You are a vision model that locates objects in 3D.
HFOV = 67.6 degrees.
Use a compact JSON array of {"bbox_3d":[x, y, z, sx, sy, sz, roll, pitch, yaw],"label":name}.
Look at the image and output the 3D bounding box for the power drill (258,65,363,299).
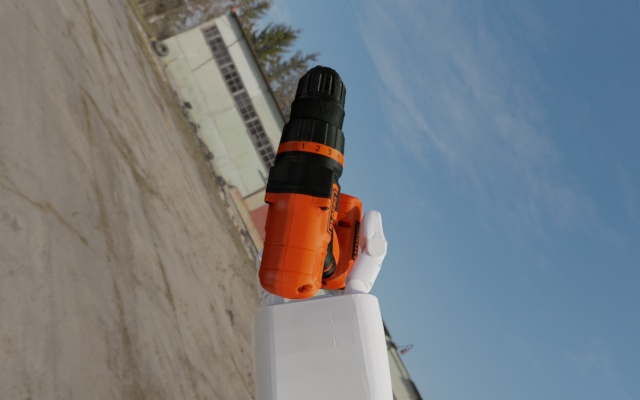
[{"bbox_3d":[0.000,0.002,0.427,0.057,0.184,0.188,7,-16,14],"label":"power drill"}]
